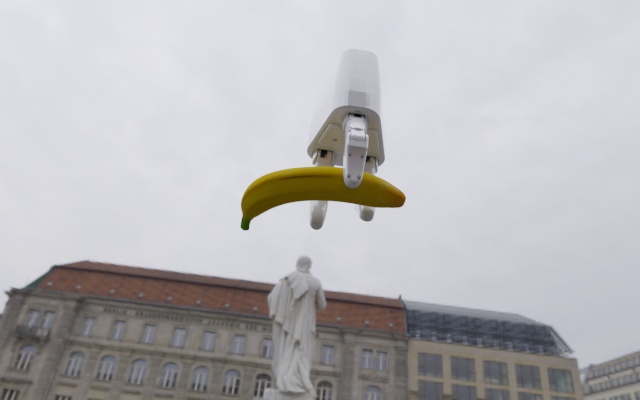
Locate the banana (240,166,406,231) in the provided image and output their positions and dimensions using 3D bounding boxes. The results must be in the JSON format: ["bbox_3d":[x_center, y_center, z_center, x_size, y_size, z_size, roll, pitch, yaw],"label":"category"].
[{"bbox_3d":[-0.009,-0.009,0.526,0.198,0.037,0.070,-8,-38,17],"label":"banana"}]
